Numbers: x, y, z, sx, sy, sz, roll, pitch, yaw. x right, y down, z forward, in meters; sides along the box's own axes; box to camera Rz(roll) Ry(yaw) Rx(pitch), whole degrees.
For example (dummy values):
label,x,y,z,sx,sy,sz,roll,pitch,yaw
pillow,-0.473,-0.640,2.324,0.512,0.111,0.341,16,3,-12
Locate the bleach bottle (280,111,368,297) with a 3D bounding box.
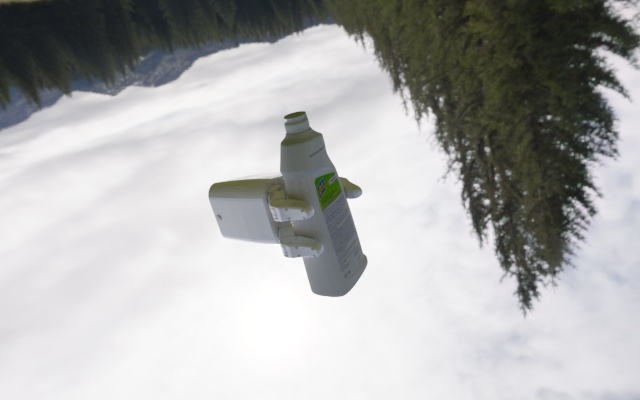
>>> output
label,x,y,z,sx,sy,sz,roll,pitch,yaw
bleach bottle,0.000,0.002,0.642,0.068,0.251,0.102,0,28,29
